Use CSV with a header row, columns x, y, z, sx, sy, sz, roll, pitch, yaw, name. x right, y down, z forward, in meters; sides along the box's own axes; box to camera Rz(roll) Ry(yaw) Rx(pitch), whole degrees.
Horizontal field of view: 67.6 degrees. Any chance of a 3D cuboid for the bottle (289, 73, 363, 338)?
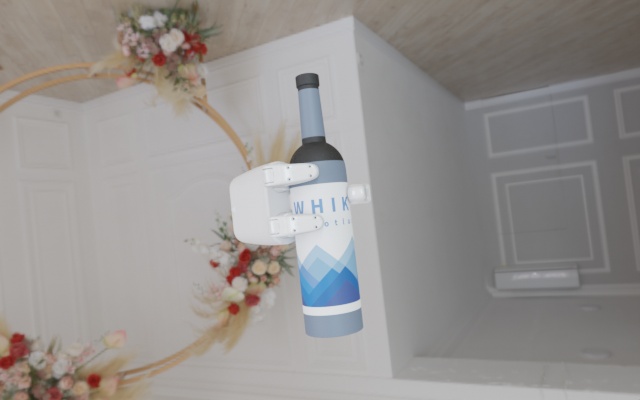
x,y,z,sx,sy,sz,roll,pitch,yaw,name
0.000,0.002,0.549,0.069,0.295,0.069,-6,-2,0,bottle
